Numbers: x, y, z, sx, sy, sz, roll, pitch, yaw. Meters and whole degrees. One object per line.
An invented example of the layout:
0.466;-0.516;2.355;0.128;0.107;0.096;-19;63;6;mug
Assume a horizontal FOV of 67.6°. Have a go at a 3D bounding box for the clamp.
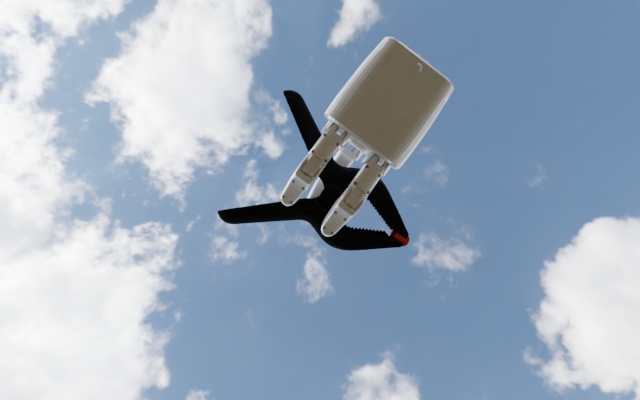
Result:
0.001;0.002;0.537;0.210;0.164;0.036;36;7;-4;clamp
